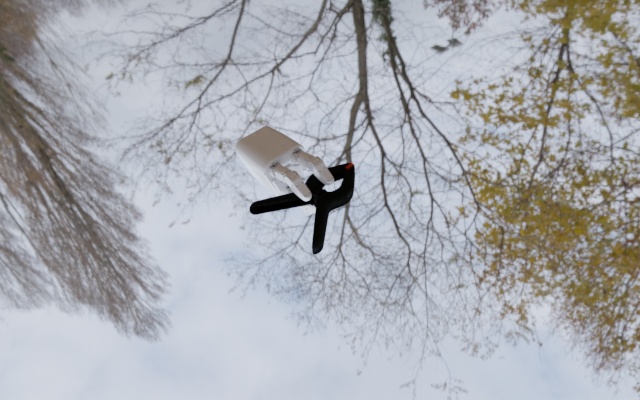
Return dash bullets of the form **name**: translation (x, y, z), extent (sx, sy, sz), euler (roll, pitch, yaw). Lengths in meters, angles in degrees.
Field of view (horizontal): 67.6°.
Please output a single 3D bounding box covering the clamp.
- **clamp**: translation (0.000, 0.003, 0.863), extent (0.210, 0.036, 0.164), euler (-34, 53, -26)
